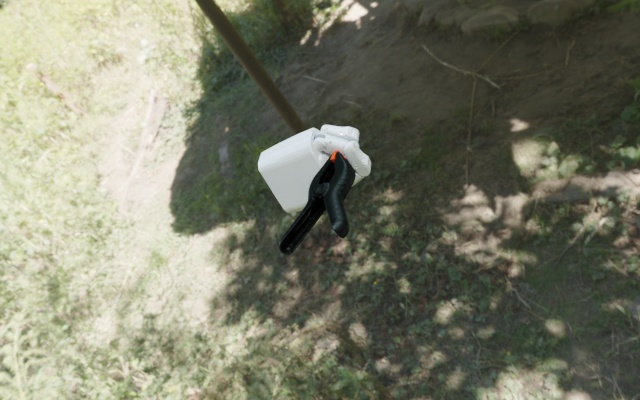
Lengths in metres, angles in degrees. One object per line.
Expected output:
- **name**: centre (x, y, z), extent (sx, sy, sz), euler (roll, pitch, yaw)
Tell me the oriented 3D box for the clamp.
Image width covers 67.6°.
- **clamp**: centre (0.000, 0.002, 0.670), extent (0.120, 0.171, 0.039), euler (-21, -56, 31)
